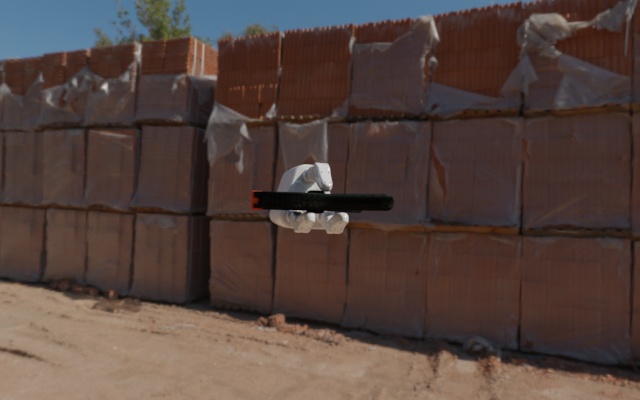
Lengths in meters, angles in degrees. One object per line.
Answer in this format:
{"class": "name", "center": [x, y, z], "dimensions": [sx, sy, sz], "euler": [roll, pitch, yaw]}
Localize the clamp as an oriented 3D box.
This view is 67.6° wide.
{"class": "clamp", "center": [0.000, 0.002, 0.742], "dimensions": [0.210, 0.036, 0.164], "euler": [3, -4, -19]}
